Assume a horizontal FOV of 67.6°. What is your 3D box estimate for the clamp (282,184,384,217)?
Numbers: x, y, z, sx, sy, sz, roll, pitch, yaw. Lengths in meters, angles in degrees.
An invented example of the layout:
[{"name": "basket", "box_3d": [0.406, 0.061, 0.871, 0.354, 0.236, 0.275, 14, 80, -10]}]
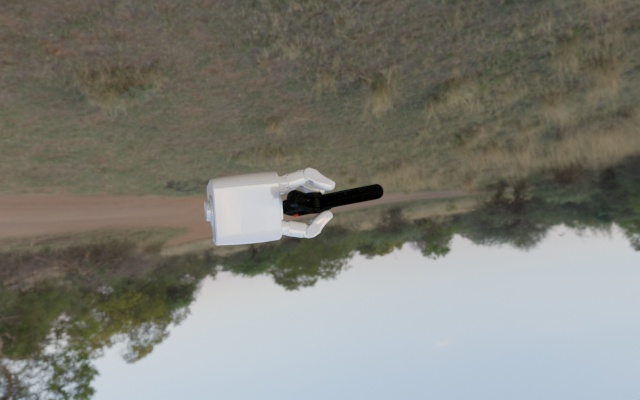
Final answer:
[{"name": "clamp", "box_3d": [0.000, 0.004, 0.821, 0.164, 0.036, 0.210, -5, -6, -19]}]
